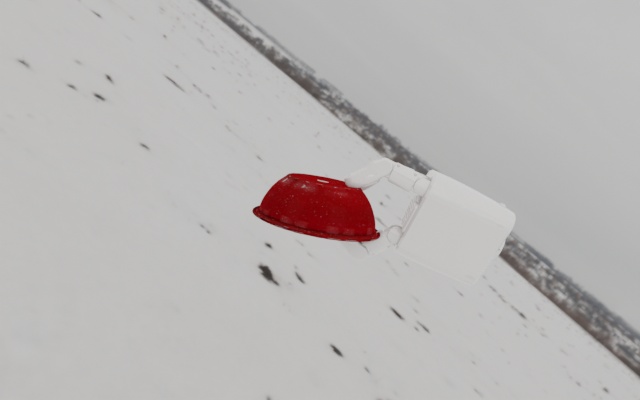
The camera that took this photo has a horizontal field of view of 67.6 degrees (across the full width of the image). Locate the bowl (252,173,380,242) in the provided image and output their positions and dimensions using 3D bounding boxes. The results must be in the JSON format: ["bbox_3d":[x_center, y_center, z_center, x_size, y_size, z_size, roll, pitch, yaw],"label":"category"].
[{"bbox_3d":[-0.001,0.001,0.590,0.162,0.055,0.162,11,9,-2],"label":"bowl"}]
